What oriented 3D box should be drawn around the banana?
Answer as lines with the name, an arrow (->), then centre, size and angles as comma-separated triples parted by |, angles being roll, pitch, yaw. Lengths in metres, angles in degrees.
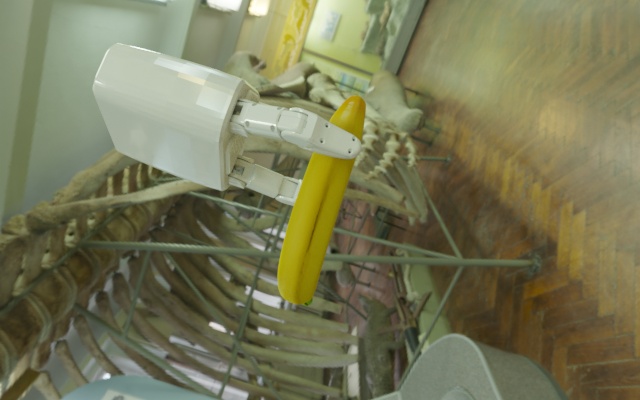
banana -> -0.003, 0.008, 0.397 | 0.037, 0.198, 0.069 | 17, 14, 3
